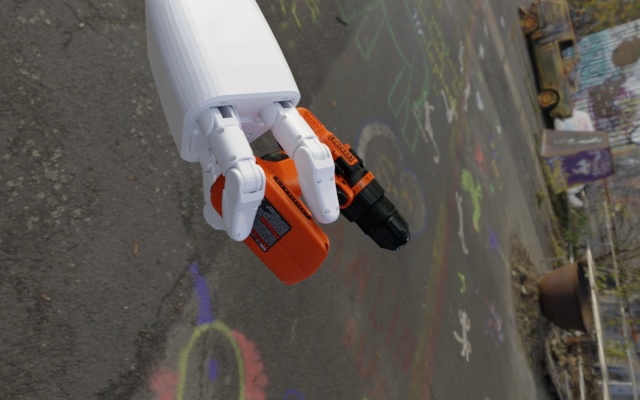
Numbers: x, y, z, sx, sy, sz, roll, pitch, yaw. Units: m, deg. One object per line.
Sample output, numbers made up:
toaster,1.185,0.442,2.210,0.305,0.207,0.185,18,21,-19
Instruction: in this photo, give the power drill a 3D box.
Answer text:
power drill,0.000,0.001,0.441,0.057,0.184,0.187,-45,-2,27
